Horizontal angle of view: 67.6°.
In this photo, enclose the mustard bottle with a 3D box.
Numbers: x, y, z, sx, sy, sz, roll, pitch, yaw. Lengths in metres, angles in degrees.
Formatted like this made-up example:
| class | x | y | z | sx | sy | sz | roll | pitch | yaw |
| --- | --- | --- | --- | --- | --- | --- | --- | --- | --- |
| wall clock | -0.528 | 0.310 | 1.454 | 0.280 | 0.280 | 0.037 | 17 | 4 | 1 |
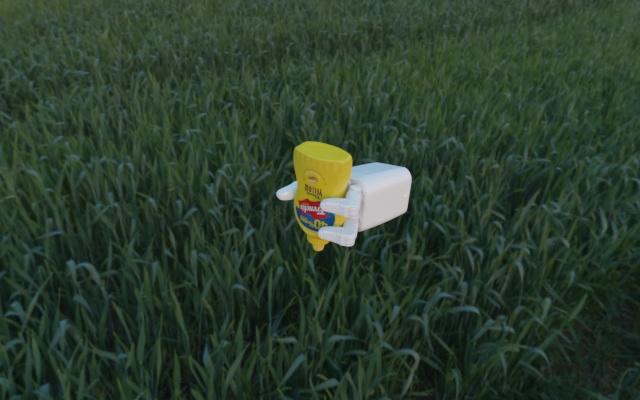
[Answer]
| class | x | y | z | sx | sy | sz | roll | pitch | yaw |
| --- | --- | --- | --- | --- | --- | --- | --- | --- | --- |
| mustard bottle | 0.000 | 0.003 | 0.800 | 0.096 | 0.192 | 0.058 | 19 | 35 | 26 |
